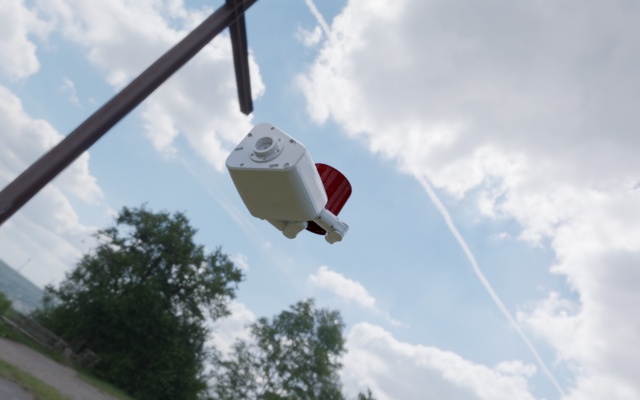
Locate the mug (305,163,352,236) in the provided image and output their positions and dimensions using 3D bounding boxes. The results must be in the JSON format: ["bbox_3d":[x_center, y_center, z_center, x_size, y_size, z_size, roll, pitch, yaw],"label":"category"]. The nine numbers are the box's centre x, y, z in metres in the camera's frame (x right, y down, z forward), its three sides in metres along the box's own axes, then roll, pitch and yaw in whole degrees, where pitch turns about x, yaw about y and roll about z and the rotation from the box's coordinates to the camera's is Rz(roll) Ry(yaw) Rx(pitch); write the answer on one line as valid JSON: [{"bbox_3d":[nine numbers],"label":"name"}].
[{"bbox_3d":[0.001,0.003,0.765,0.093,0.081,0.117,19,-30,29],"label":"mug"}]
